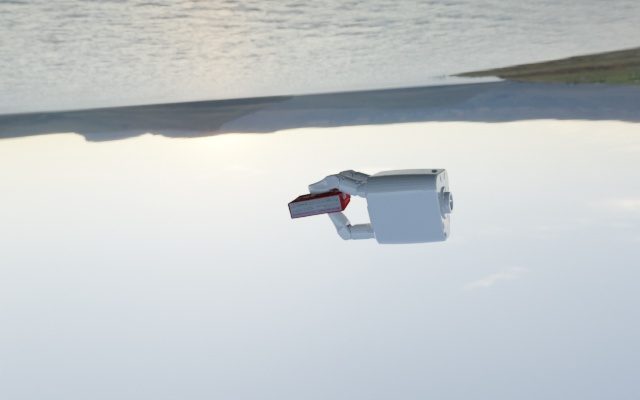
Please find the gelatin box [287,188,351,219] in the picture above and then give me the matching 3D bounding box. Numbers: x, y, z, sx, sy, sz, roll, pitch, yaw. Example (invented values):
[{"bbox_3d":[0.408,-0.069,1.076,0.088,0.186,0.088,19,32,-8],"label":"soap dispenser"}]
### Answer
[{"bbox_3d":[0.000,0.003,0.766,0.089,0.030,0.073,-10,8,14],"label":"gelatin box"}]
